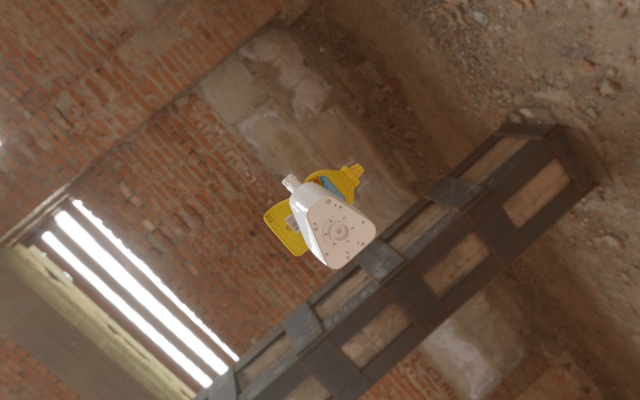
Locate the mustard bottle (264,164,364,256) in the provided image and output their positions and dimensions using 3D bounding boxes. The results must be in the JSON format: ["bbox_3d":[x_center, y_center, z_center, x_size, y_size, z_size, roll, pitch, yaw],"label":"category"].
[{"bbox_3d":[0.000,0.003,0.842,0.191,0.096,0.058,-41,-6,-4],"label":"mustard bottle"}]
